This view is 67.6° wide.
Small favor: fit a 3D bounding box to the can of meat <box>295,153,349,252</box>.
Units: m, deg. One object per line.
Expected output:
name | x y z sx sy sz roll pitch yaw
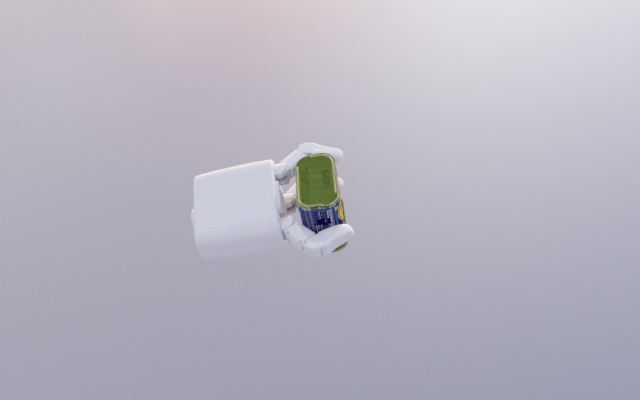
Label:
can of meat | 0.000 0.002 0.608 0.057 0.102 0.084 -9 -45 3
